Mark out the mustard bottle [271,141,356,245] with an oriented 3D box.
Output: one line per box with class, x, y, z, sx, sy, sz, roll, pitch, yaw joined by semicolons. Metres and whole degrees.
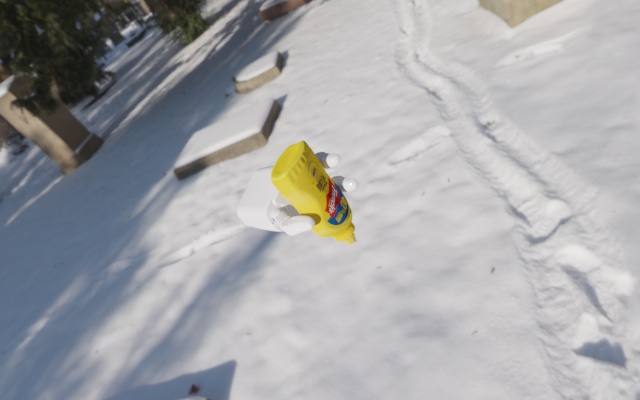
mustard bottle;0.000;0.002;0.776;0.058;0.192;0.096;-19;32;32
